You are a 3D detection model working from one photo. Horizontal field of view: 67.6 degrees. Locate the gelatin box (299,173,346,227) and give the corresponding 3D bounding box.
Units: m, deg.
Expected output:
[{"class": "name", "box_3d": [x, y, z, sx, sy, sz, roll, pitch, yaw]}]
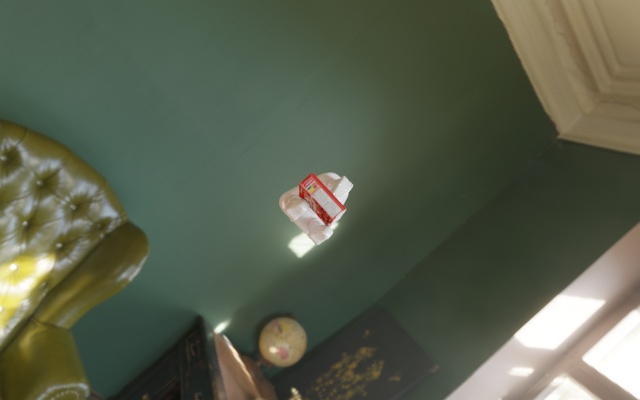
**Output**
[{"class": "gelatin box", "box_3d": [0.000, 0.002, 0.723, 0.030, 0.073, 0.089, -42, -5, -10]}]
